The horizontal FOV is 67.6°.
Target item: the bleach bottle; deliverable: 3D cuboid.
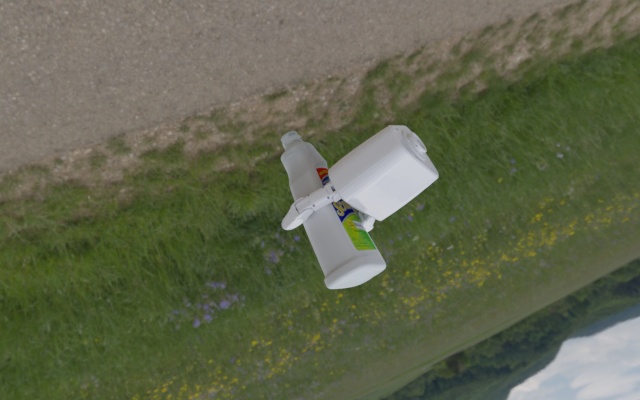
[{"bbox_3d":[0.000,0.002,0.696,0.068,0.250,0.102,-37,-23,23],"label":"bleach bottle"}]
